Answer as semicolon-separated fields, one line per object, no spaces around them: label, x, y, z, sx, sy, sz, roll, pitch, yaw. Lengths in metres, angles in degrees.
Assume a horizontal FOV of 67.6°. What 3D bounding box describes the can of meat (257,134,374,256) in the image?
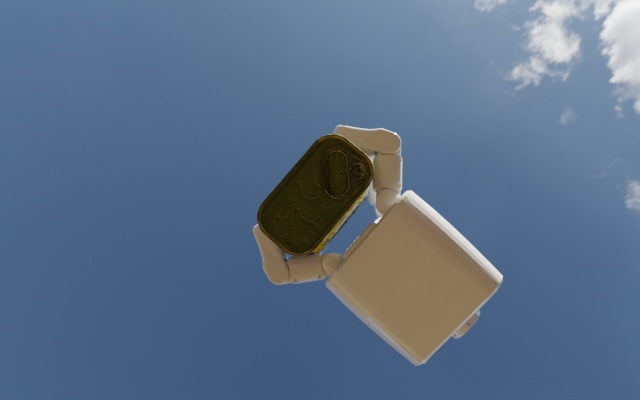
can of meat;0.000;0.001;0.421;0.057;0.102;0.084;40;-3;11
